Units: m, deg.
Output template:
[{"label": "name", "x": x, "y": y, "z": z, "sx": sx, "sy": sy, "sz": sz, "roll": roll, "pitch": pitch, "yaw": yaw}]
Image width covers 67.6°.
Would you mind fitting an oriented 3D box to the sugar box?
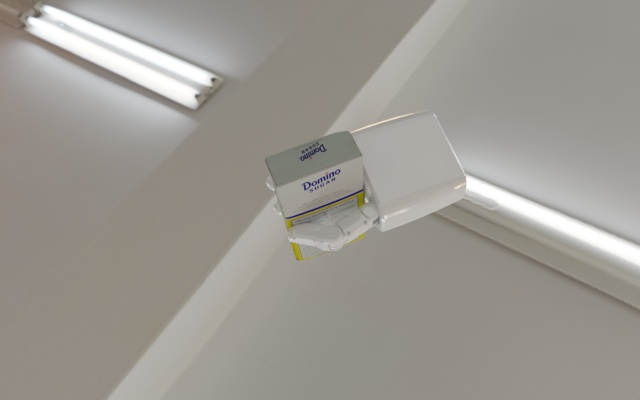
[{"label": "sugar box", "x": 0.000, "y": 0.001, "z": 0.541, "sx": 0.093, "sy": 0.048, "sz": 0.176, "roll": -20, "pitch": -33, "yaw": -7}]
